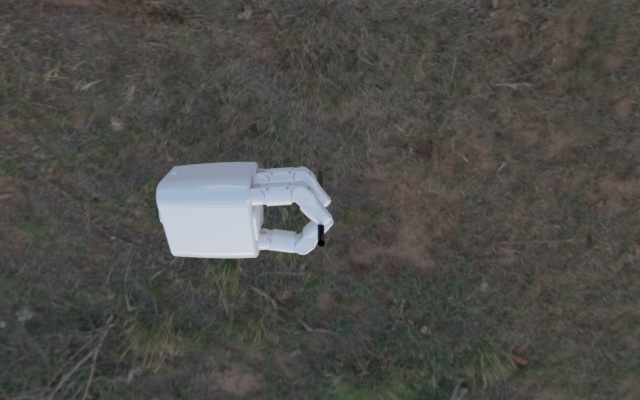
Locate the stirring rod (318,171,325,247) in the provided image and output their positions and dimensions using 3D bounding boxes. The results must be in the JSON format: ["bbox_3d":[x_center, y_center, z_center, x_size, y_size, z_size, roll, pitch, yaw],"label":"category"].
[{"bbox_3d":[0.000,0.002,0.626,0.011,0.011,0.239,0,22,0],"label":"stirring rod"}]
